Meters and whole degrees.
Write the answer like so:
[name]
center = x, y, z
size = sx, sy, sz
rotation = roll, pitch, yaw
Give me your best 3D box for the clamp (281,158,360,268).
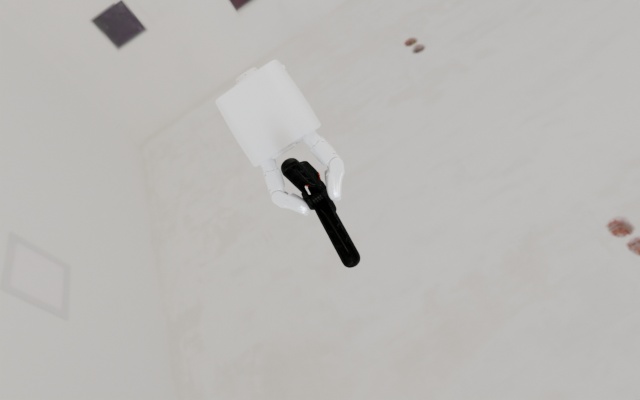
[clamp]
center = -0.001, 0.002, 0.680
size = 0.036, 0.164, 0.210
rotation = -31, 10, 5
